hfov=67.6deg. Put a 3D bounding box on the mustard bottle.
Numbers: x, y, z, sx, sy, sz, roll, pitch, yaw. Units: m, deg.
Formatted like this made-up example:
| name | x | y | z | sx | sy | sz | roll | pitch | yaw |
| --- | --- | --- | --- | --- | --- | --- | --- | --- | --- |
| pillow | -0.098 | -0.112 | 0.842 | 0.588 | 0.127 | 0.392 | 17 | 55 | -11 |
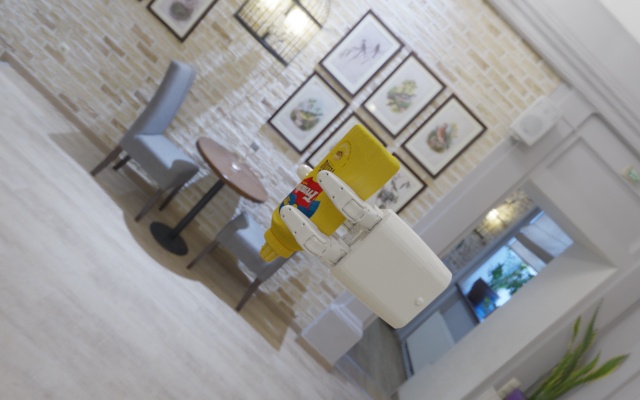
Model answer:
| name | x | y | z | sx | sy | sz | roll | pitch | yaw |
| --- | --- | --- | --- | --- | --- | --- | --- | --- | --- |
| mustard bottle | 0.000 | 0.001 | 0.553 | 0.058 | 0.191 | 0.096 | 39 | 12 | -30 |
